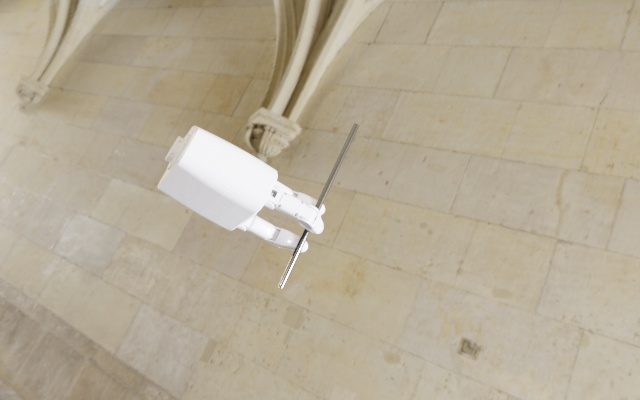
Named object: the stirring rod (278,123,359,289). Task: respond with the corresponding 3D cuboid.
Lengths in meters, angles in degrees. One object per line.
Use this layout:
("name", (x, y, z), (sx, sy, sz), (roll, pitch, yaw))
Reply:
("stirring rod", (0.000, 0.002, 0.618), (0.011, 0.239, 0.011), (23, -16, 7))
